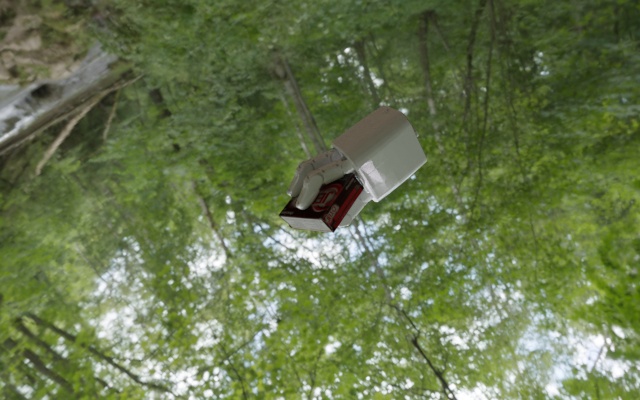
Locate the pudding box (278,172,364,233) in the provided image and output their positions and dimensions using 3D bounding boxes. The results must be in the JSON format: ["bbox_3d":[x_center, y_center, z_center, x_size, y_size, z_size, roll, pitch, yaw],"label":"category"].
[{"bbox_3d":[0.000,0.002,0.728,0.039,0.090,0.113,49,-27,-25],"label":"pudding box"}]
